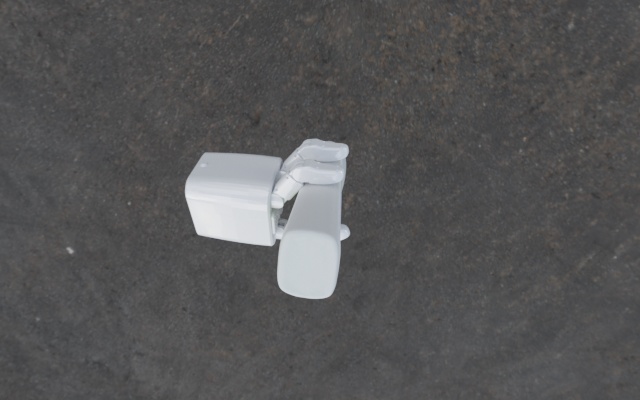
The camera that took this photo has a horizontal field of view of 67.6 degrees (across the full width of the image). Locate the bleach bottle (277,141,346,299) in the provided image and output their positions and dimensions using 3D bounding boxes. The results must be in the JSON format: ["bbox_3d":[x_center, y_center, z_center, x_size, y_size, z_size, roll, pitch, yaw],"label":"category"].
[{"bbox_3d":[0.000,0.002,0.620,0.068,0.103,0.250,8,35,2],"label":"bleach bottle"}]
